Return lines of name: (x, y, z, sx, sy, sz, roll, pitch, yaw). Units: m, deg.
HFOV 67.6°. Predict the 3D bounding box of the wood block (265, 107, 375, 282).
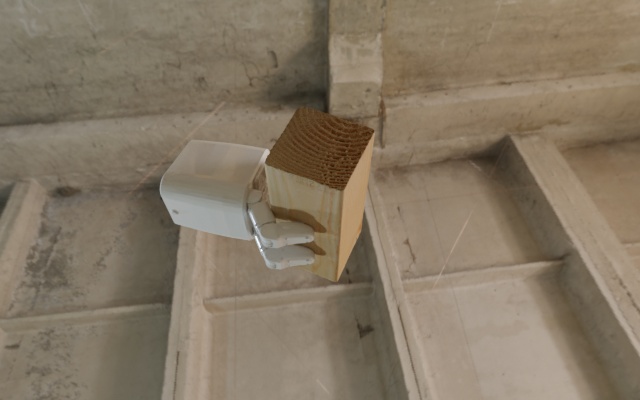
wood block: (0.000, 0.002, 0.571, 0.090, 0.090, 0.206, 20, -32, 13)
